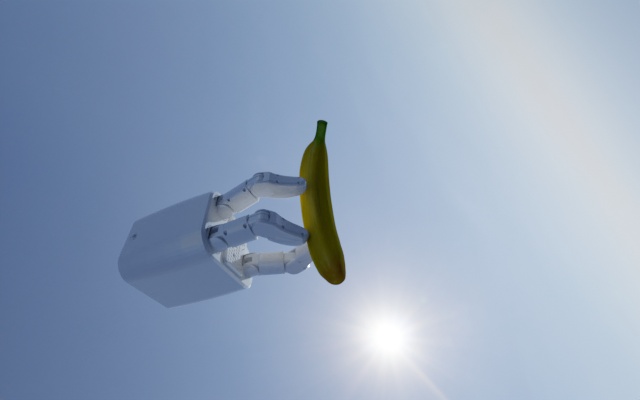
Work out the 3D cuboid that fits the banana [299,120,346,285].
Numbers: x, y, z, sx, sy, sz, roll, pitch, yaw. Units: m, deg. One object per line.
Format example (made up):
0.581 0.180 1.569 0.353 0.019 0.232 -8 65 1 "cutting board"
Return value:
-0.002 0.008 0.518 0.037 0.197 0.070 -3 -31 -7 "banana"
